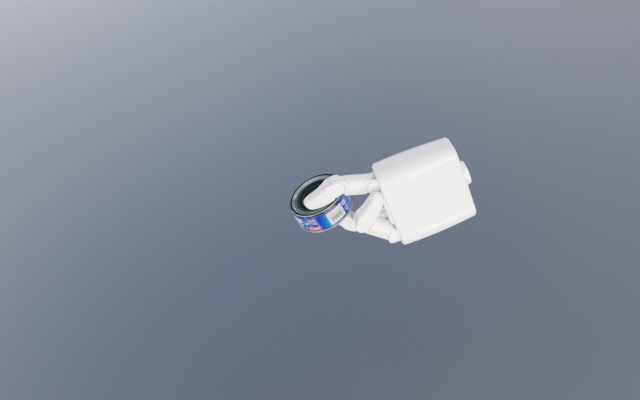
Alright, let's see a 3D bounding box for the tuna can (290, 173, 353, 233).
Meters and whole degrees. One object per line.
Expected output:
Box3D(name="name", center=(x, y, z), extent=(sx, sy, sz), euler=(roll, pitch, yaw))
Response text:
Box3D(name="tuna can", center=(0.000, 0.002, 0.673), extent=(0.086, 0.086, 0.034), euler=(0, -42, 34))
